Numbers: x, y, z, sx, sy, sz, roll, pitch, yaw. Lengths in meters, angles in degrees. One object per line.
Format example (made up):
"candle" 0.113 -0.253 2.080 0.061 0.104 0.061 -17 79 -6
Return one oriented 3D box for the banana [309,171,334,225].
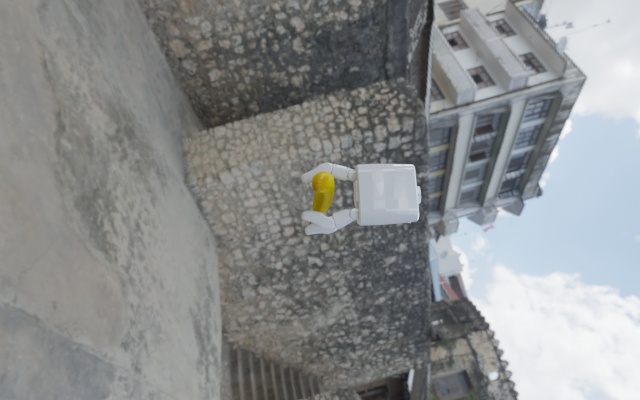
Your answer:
"banana" 0.004 -0.013 0.860 0.037 0.069 0.198 11 -23 3
